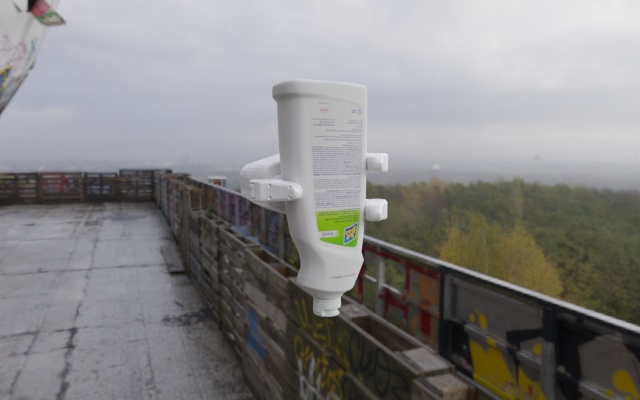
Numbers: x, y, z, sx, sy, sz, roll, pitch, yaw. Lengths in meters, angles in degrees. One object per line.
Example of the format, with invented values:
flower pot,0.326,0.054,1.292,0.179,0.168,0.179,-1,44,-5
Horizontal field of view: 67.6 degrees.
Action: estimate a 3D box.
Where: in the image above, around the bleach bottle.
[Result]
bleach bottle,0.000,0.002,0.520,0.102,0.251,0.068,-2,6,-27
